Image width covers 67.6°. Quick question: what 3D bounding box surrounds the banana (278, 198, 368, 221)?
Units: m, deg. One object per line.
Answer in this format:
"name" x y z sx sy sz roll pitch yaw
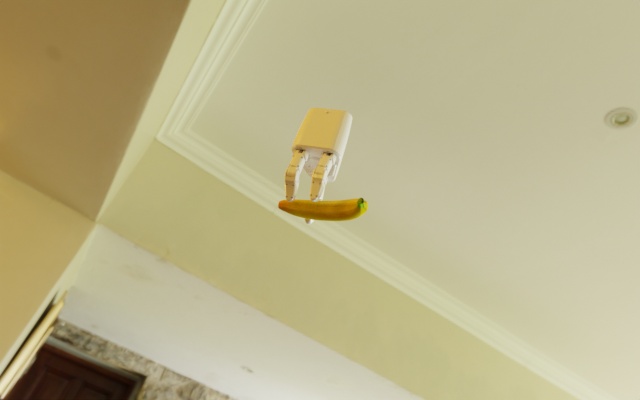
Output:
"banana" 0.013 0.012 0.869 0.198 0.037 0.070 -5 -34 38
